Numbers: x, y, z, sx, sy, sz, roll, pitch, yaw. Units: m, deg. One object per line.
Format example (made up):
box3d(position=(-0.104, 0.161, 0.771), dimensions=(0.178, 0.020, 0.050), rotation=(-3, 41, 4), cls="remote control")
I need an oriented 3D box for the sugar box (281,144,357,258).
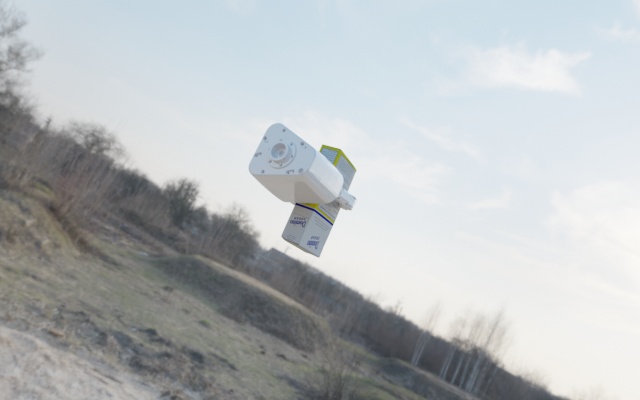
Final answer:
box3d(position=(0.000, 0.002, 0.826), dimensions=(0.048, 0.176, 0.093), rotation=(21, -11, 29), cls="sugar box")
